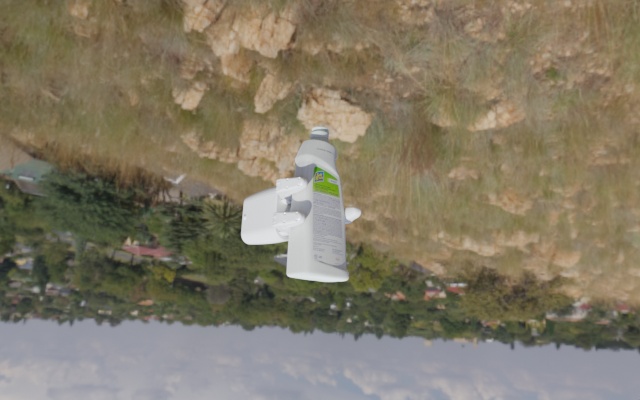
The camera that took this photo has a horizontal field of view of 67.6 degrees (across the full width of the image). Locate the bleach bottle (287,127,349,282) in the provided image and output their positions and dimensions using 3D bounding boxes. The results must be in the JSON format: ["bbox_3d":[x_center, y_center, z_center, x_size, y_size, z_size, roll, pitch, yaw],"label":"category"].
[{"bbox_3d":[0.000,0.003,0.784,0.102,0.250,0.068,16,-20,-40],"label":"bleach bottle"}]
